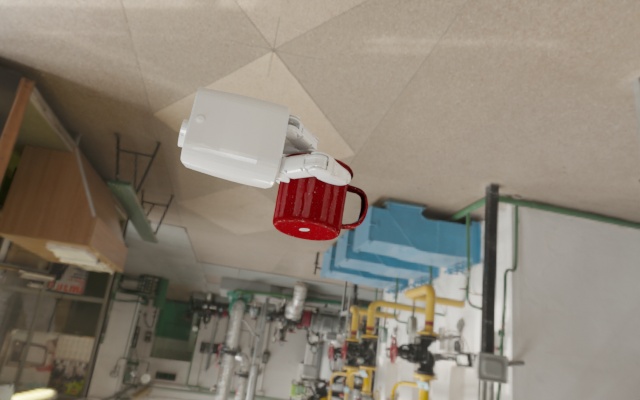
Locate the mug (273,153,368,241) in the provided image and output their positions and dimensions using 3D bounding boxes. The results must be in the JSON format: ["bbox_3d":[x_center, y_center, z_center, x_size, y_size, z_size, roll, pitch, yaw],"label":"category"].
[{"bbox_3d":[0.001,0.002,0.577,0.117,0.081,0.093,13,-20,-10],"label":"mug"}]
